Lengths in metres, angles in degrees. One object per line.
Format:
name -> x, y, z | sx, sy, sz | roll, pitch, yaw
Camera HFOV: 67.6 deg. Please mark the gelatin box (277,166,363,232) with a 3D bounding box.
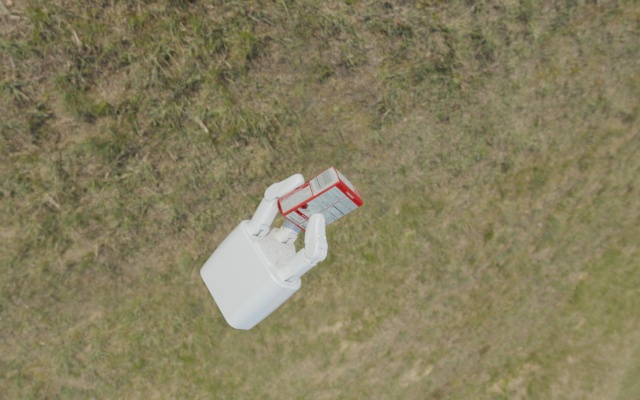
gelatin box -> 0.001, 0.002, 0.619 | 0.089, 0.030, 0.073 | -31, -36, 15
